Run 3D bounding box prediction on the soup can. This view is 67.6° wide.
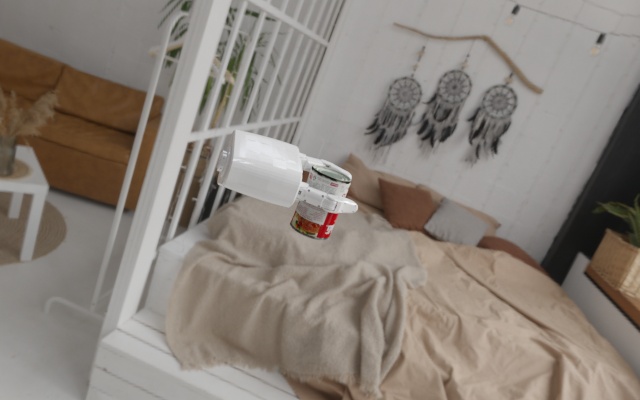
[{"bbox_3d":[0.001,0.002,0.755,0.068,0.102,0.068,20,15,-6],"label":"soup can"}]
